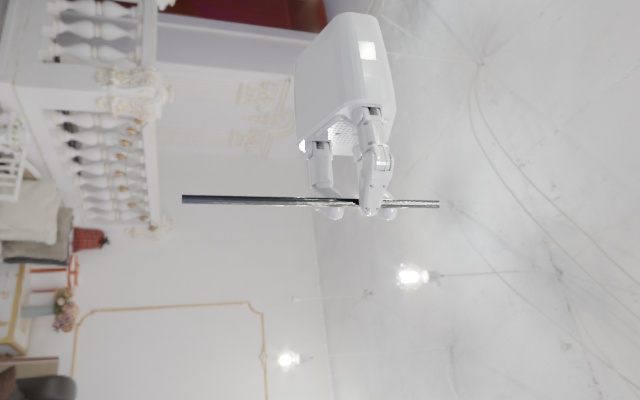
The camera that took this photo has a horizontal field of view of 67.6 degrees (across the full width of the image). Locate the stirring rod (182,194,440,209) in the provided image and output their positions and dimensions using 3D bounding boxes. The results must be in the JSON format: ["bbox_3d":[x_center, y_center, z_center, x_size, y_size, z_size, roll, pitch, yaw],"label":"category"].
[{"bbox_3d":[0.000,0.001,0.431,0.239,0.011,0.011,1,0,-17],"label":"stirring rod"}]
